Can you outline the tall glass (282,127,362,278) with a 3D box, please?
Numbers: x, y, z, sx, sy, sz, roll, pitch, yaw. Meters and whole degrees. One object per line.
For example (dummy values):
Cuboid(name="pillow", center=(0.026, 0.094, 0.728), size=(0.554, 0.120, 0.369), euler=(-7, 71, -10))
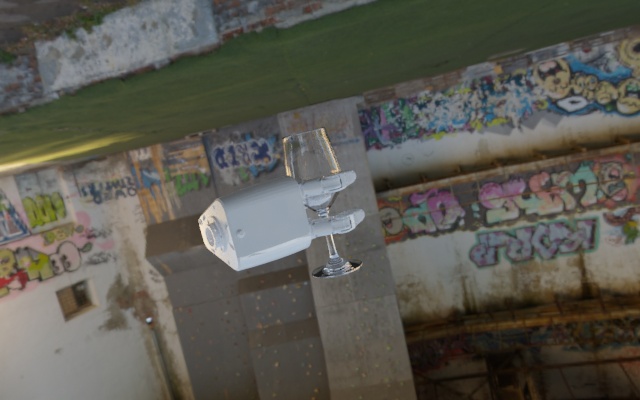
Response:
Cuboid(name="tall glass", center=(0.000, 0.003, 0.671), size=(0.079, 0.201, 0.079), euler=(-13, 7, 2))
